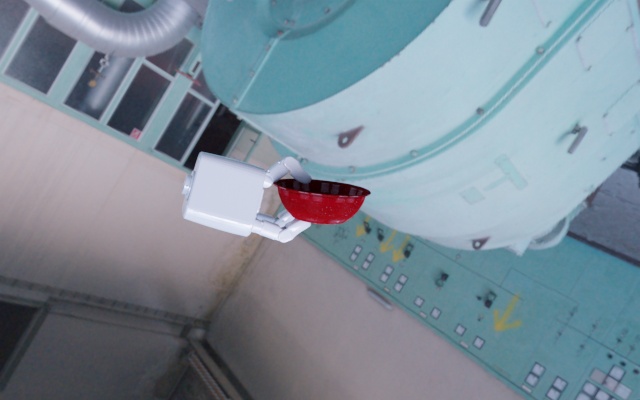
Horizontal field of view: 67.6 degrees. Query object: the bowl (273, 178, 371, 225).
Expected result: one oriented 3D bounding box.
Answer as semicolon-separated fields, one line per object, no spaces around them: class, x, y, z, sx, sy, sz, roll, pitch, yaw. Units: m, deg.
bowl;0.001;0.003;0.789;0.162;0.055;0.162;5;10;-1
